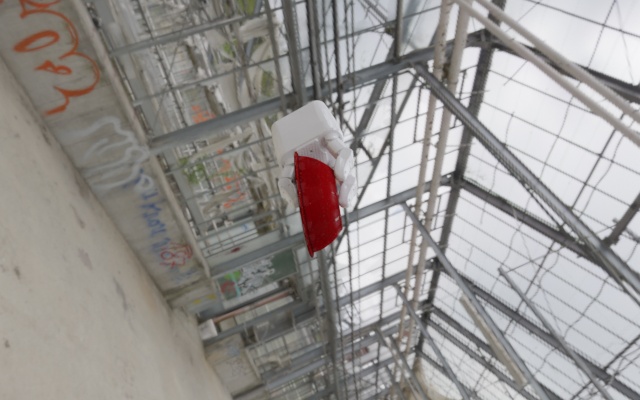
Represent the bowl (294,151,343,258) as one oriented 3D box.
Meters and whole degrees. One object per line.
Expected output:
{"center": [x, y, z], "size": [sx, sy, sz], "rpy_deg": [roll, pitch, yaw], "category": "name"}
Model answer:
{"center": [0.001, 0.003, 0.718], "size": [0.055, 0.162, 0.162], "rpy_deg": [-8, 0, 2], "category": "bowl"}
